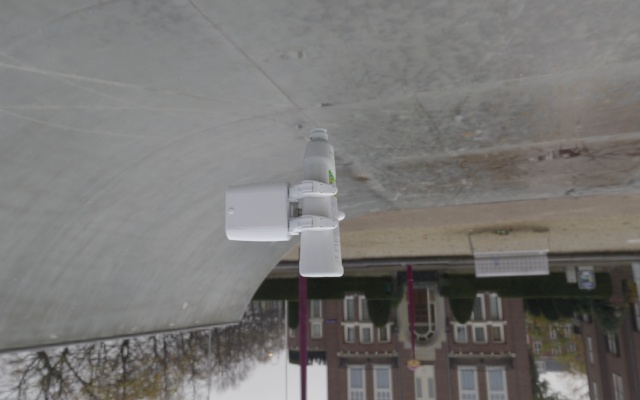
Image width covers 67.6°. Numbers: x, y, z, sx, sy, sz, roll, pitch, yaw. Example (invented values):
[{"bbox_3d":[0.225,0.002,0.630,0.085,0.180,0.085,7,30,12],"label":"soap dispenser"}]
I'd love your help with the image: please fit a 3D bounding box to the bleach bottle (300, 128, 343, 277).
[{"bbox_3d":[0.000,0.003,0.817,0.068,0.250,0.102,-2,-10,10],"label":"bleach bottle"}]
